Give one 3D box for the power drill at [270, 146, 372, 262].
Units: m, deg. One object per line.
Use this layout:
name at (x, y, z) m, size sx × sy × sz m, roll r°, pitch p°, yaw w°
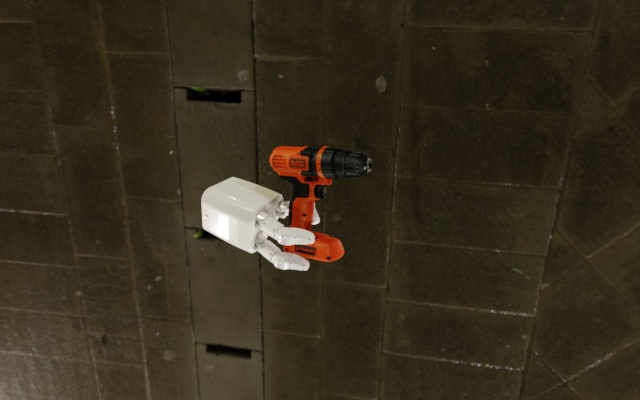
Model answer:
power drill at (0.000, 0.003, 0.795) m, size 0.184 × 0.188 × 0.057 m, roll 7°, pitch 14°, yaw 33°
